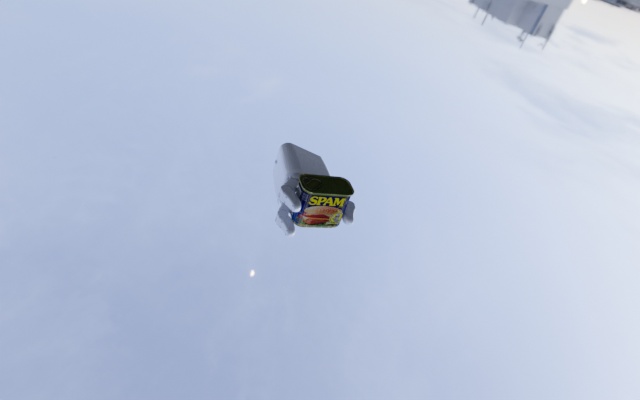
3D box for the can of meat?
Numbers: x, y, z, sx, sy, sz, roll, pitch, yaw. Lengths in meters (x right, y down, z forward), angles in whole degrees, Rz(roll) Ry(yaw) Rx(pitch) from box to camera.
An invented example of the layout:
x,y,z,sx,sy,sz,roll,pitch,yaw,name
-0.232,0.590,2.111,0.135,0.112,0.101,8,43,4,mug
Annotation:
x,y,z,sx,sy,sz,roll,pitch,yaw,name
0.000,0.003,0.884,0.102,0.084,0.057,3,38,-23,can of meat
